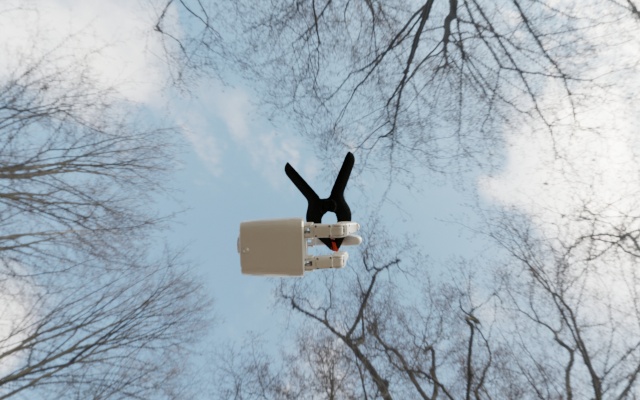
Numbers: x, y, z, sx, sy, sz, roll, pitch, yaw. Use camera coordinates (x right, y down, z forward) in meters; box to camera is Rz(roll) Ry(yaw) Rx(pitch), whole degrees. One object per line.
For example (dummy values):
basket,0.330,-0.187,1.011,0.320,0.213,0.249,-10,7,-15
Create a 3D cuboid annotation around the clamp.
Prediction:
clamp,0.000,0.003,0.819,0.120,0.171,0.039,-1,5,-1
